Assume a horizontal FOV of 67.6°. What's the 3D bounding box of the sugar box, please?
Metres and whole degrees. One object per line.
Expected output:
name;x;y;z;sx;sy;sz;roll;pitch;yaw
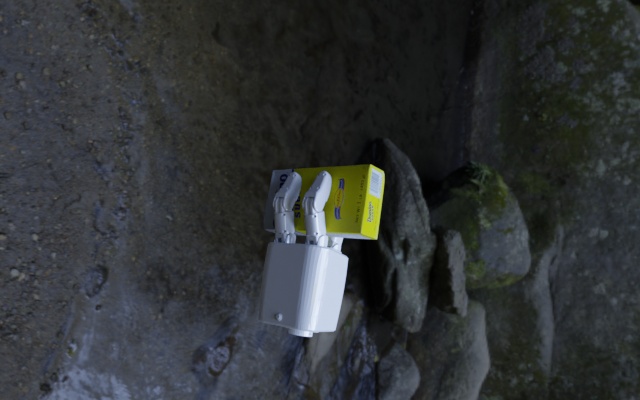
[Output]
sugar box;0.000;0.002;0.661;0.176;0.093;0.048;0;-15;37
